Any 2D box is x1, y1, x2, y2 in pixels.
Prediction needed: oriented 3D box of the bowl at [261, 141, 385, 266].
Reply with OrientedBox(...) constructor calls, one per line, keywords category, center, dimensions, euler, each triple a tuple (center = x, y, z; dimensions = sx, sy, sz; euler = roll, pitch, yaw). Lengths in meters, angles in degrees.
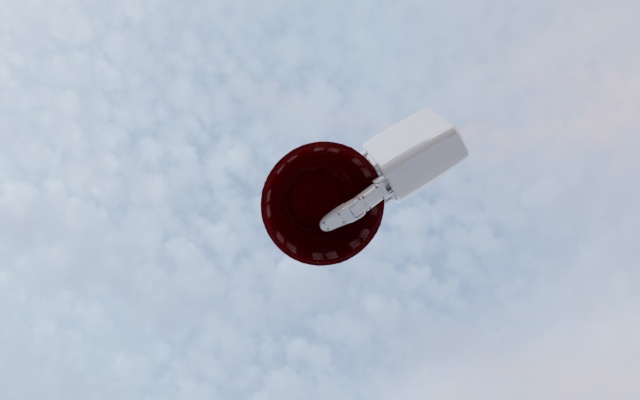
OrientedBox(category="bowl", center=(-0.001, 0.002, 0.635), dimensions=(0.162, 0.162, 0.055), euler=(0, 8, -11))
